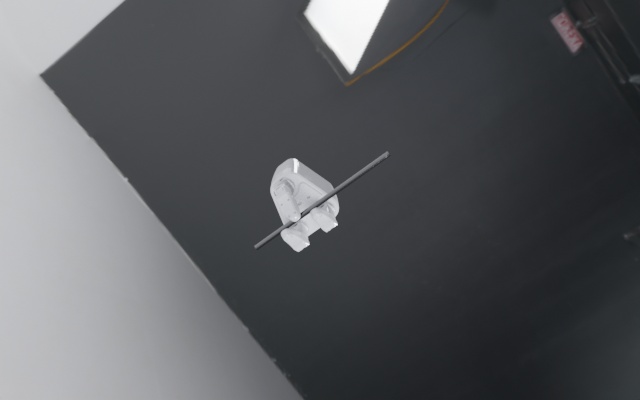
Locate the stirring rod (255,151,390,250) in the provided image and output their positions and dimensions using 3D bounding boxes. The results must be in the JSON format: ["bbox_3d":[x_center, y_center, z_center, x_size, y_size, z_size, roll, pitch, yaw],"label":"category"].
[{"bbox_3d":[0.000,0.002,0.695,0.239,0.011,0.011,-35,-7,10],"label":"stirring rod"}]
